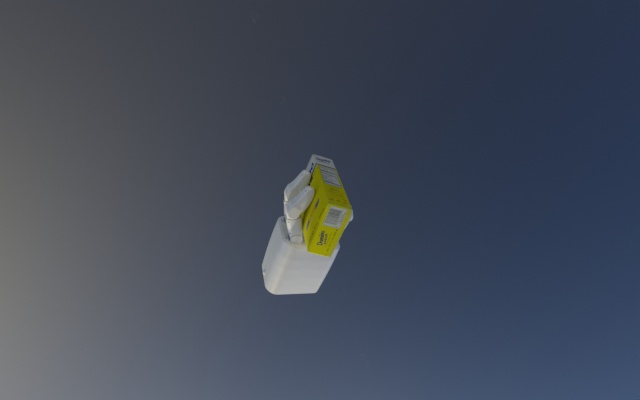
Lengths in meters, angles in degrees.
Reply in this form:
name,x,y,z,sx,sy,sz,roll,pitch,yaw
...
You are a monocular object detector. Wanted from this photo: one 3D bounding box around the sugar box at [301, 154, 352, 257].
name,x,y,z,sx,sy,sz,roll,pitch,yaw
sugar box,0.000,0.003,0.780,0.048,0.093,0.176,15,25,-20
